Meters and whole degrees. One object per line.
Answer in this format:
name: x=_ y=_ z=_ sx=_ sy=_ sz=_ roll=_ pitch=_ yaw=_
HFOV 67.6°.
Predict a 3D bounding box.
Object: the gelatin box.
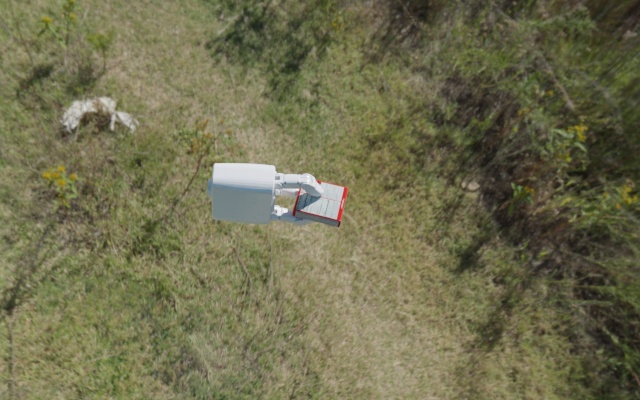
gelatin box: x=0.001 y=0.003 z=0.877 sx=0.089 sy=0.073 sz=0.030 roll=13 pitch=-29 yaw=2
